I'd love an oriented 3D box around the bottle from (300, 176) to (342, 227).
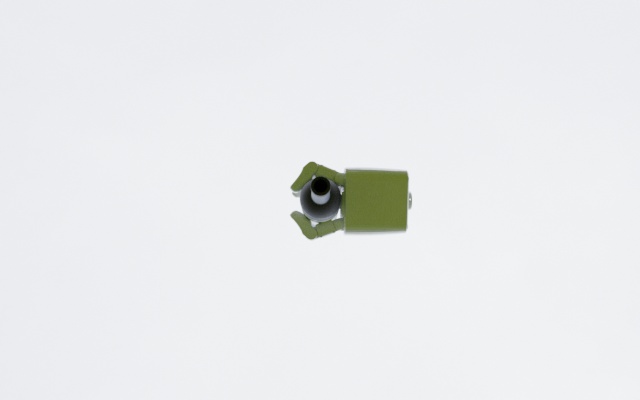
[{"bbox_3d":[0.000,0.003,0.788,0.069,0.069,0.296,0,-9,0],"label":"bottle"}]
